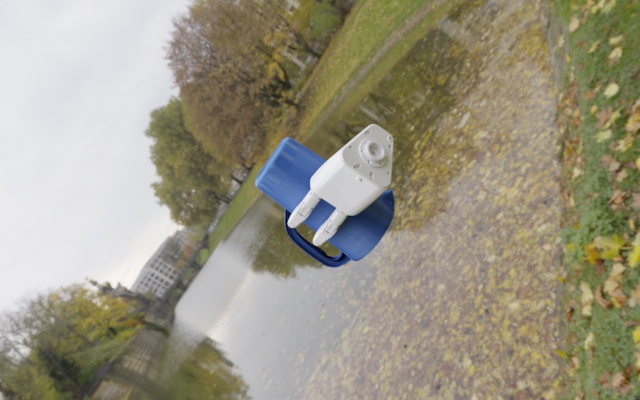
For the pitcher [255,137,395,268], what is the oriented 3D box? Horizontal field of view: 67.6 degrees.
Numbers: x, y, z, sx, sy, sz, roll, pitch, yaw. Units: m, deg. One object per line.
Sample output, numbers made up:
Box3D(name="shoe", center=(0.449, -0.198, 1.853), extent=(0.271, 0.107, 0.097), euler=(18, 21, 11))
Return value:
Box3D(name="pitcher", center=(0.000, 0.003, 0.878), extent=(0.243, 0.149, 0.145), euler=(34, -33, -9))
